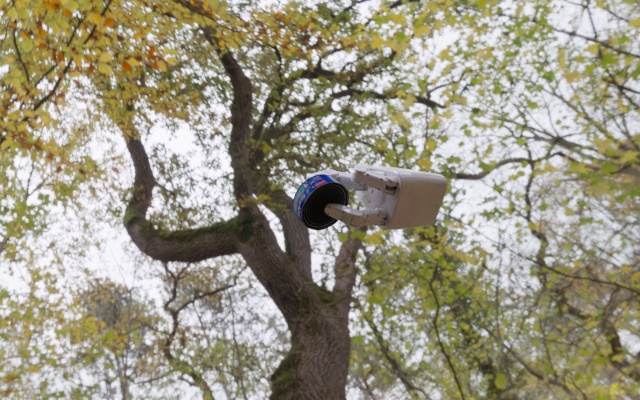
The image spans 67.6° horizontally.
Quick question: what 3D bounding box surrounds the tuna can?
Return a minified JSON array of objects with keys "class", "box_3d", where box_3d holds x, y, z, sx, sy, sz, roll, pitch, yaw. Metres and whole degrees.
[{"class":"tuna can","box_3d":[0.000,0.002,0.747,0.086,0.086,0.033,0,29,-36]}]
